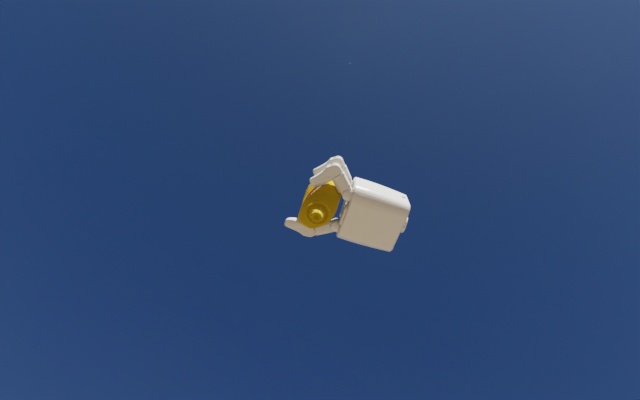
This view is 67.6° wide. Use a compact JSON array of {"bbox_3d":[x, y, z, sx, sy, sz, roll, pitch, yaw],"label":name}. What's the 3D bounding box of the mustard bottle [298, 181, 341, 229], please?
[{"bbox_3d":[0.000,0.003,0.881,0.058,0.096,0.191,41,14,-8],"label":"mustard bottle"}]
